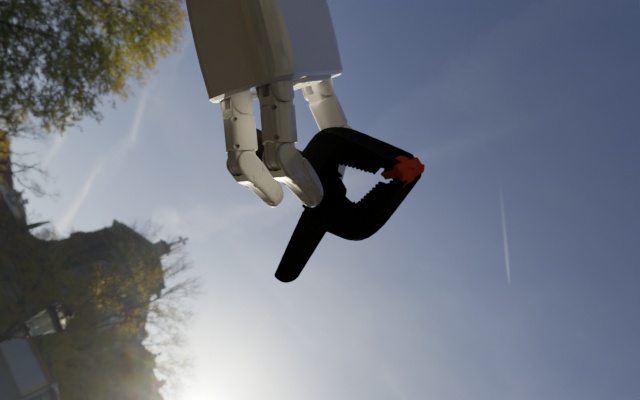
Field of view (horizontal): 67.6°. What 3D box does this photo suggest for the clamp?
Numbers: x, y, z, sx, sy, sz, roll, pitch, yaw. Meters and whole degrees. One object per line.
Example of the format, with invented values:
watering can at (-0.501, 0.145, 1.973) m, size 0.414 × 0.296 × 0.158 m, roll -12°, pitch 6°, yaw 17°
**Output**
clamp at (0.001, 0.001, 0.416) m, size 0.036 × 0.164 × 0.210 m, roll -23°, pitch 14°, yaw -40°
